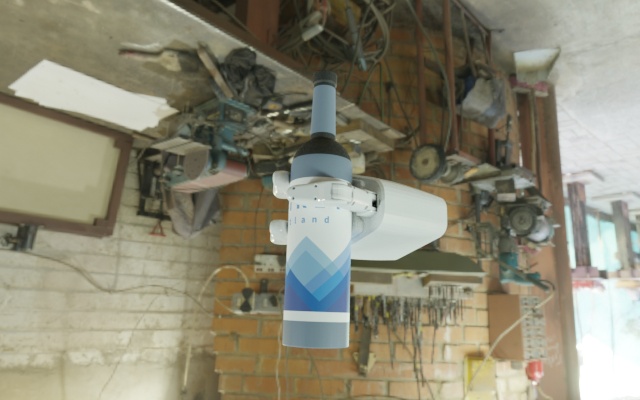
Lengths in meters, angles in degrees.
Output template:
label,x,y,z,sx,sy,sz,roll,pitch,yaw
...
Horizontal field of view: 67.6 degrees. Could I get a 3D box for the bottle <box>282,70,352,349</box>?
label,x,y,z,sx,sy,sz,roll,pitch,yaw
bottle,0.000,0.002,0.509,0.069,0.295,0.069,2,-13,0
